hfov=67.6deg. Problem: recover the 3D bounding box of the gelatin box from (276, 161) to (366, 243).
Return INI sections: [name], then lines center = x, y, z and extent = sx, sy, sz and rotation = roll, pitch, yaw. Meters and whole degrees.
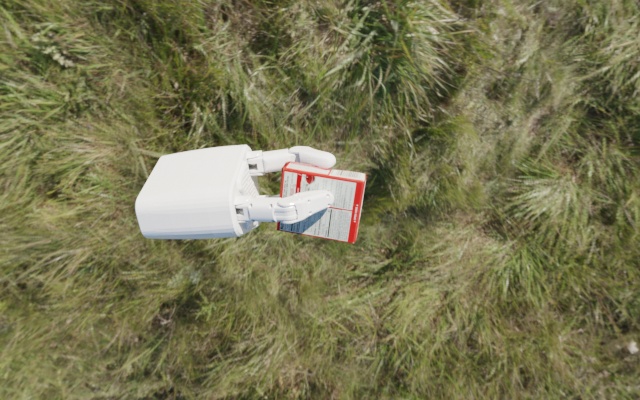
[gelatin box]
center = 0.000, 0.002, 0.515
extent = 0.089, 0.073, 0.030
rotation = 10, 22, 6
